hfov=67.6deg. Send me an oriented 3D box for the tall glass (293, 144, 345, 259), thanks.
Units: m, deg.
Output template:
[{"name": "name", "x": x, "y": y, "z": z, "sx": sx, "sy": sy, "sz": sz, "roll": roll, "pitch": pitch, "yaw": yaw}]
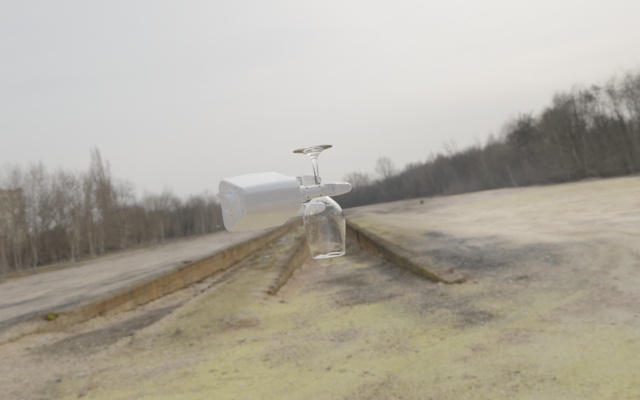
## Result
[{"name": "tall glass", "x": 0.000, "y": 0.002, "z": 0.876, "sx": 0.079, "sy": 0.201, "sz": 0.079, "roll": -9, "pitch": -1, "yaw": 0}]
